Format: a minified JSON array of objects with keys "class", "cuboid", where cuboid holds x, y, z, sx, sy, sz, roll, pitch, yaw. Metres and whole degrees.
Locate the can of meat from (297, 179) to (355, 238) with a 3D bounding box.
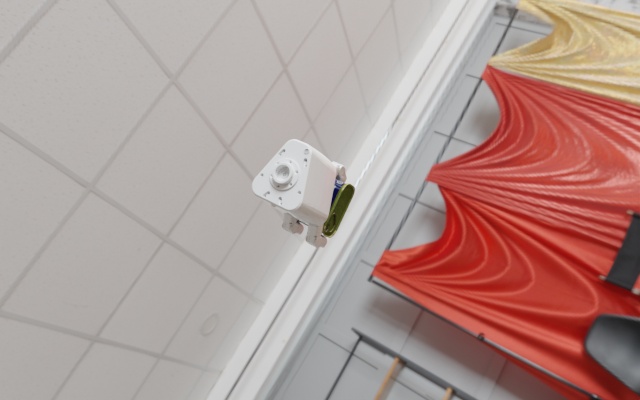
[{"class":"can of meat","cuboid":[0.000,0.003,0.853,0.084,0.102,0.057,25,0,24]}]
